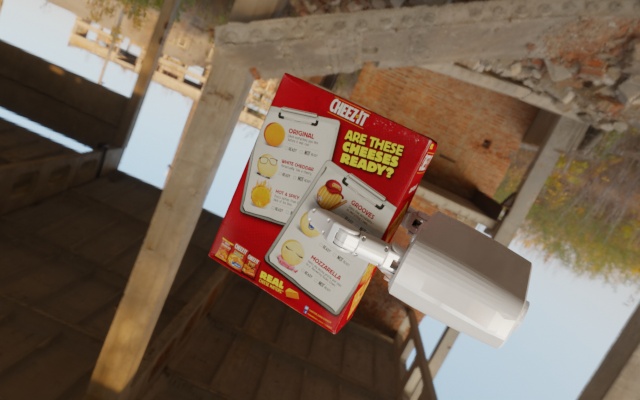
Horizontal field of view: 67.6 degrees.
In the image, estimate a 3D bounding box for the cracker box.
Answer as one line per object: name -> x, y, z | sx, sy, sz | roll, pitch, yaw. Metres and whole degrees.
cracker box -> 0.000, 0.002, 0.501 | 0.164, 0.214, 0.072 | 28, 12, 16
